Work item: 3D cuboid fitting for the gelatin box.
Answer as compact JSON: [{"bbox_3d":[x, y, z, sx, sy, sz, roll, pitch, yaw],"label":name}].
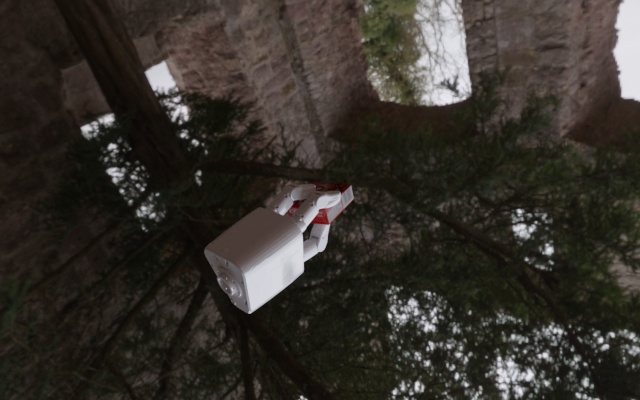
[{"bbox_3d":[0.000,0.003,0.762,0.073,0.030,0.089,6,32,32],"label":"gelatin box"}]
